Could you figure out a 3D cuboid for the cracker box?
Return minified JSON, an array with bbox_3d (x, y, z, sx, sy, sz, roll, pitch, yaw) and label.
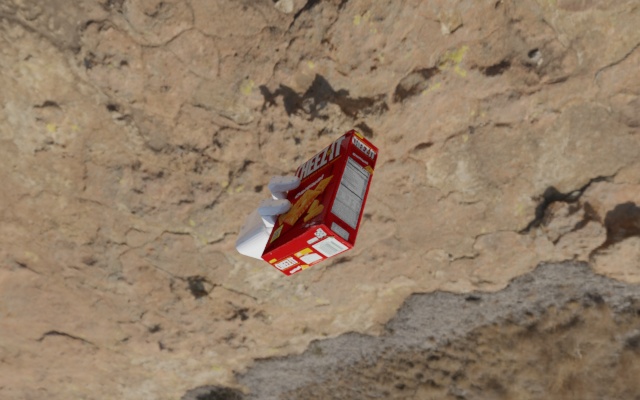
[{"bbox_3d":[0.000,0.003,0.793,0.072,0.213,0.164,37,-42,-22],"label":"cracker box"}]
